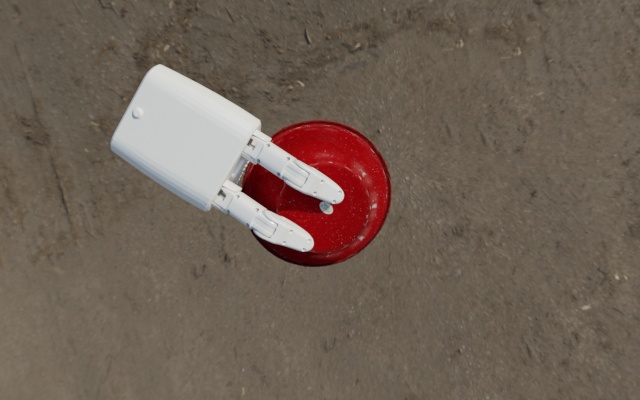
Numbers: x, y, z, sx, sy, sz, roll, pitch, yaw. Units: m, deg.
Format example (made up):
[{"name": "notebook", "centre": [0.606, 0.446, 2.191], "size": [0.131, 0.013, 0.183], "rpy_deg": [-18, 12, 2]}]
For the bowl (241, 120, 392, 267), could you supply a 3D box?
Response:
[{"name": "bowl", "centre": [0.001, 0.002, 0.486], "size": [0.162, 0.162, 0.055], "rpy_deg": [0, 14, -7]}]
